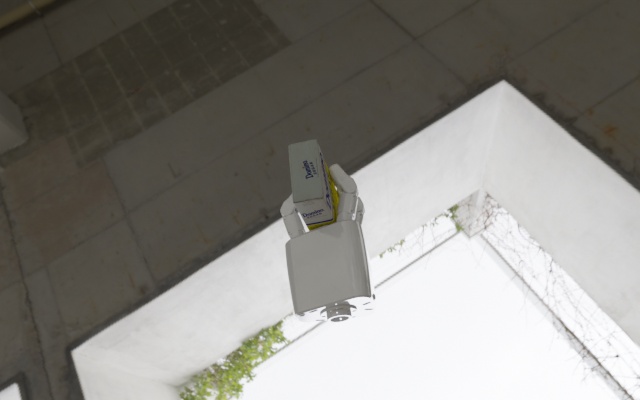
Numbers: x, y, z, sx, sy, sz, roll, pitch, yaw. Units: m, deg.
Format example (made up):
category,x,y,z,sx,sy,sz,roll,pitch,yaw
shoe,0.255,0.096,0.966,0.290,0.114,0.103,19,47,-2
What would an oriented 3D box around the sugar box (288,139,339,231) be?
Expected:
category,x,y,z,sx,sy,sz,roll,pitch,yaw
sugar box,0.001,0.002,0.677,0.048,0.093,0.176,-10,-30,6
